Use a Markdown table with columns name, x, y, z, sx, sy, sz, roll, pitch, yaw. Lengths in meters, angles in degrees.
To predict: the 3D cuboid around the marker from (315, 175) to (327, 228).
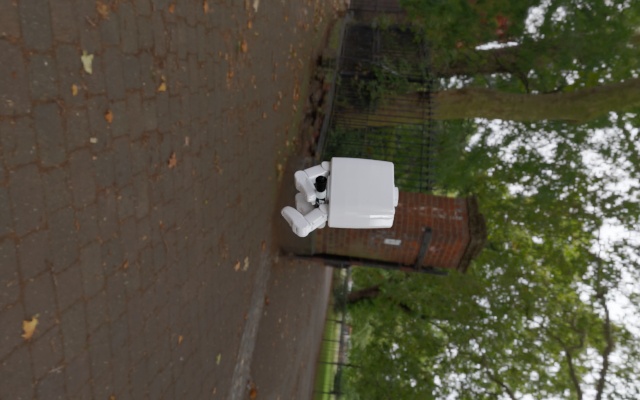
| name | x | y | z | sx | sy | sz | roll | pitch | yaw |
| --- | --- | --- | --- | --- | --- | --- | --- | --- | --- |
| marker | 0.000 | 0.003 | 0.786 | 0.020 | 0.020 | 0.121 | 0 | -40 | -1 |
